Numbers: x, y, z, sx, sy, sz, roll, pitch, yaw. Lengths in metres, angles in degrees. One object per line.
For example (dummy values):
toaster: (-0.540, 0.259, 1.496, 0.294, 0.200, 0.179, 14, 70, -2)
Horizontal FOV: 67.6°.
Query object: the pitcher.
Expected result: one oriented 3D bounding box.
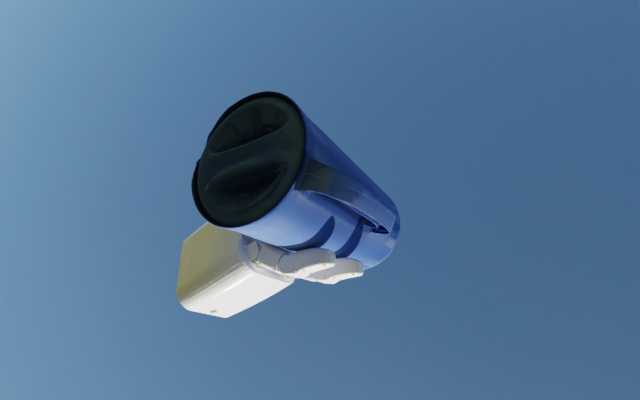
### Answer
pitcher: (0.000, 0.002, 0.510, 0.145, 0.149, 0.243, -33, -35, 19)
